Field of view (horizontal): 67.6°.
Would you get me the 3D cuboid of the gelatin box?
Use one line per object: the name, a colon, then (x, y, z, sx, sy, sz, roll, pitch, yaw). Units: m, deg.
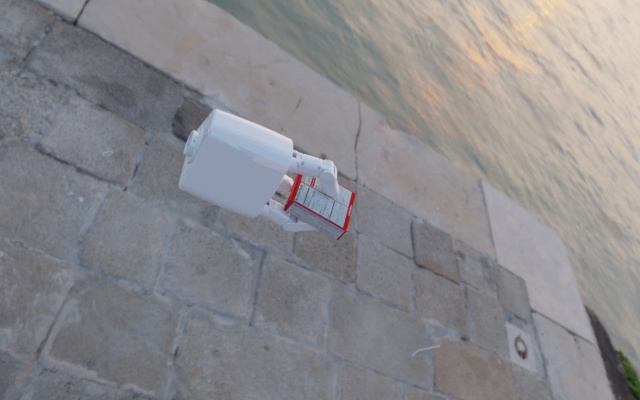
gelatin box: (0.001, 0.002, 0.658, 0.089, 0.073, 0.030, 29, -44, -13)
